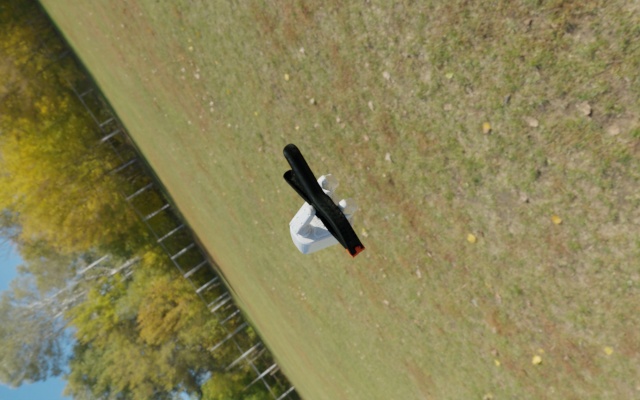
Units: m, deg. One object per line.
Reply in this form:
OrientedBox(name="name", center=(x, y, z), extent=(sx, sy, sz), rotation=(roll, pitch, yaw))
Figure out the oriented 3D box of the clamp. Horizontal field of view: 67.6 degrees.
OrientedBox(name="clamp", center=(0.000, 0.004, 0.798), extent=(0.036, 0.210, 0.165), rotation=(-37, -14, -10))
